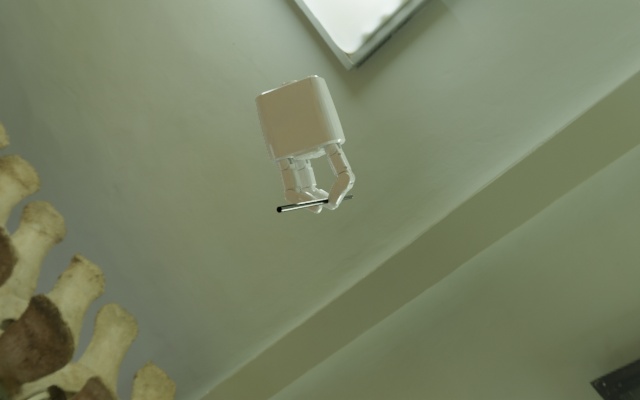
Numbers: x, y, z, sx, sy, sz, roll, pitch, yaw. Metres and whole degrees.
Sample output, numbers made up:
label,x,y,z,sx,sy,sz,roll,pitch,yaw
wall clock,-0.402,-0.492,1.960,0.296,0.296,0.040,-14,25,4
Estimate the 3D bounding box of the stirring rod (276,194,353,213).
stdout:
label,x,y,z,sx,sy,sz,roll,pitch,yaw
stirring rod,0.000,0.002,0.706,0.011,0.011,0.239,0,4,26
